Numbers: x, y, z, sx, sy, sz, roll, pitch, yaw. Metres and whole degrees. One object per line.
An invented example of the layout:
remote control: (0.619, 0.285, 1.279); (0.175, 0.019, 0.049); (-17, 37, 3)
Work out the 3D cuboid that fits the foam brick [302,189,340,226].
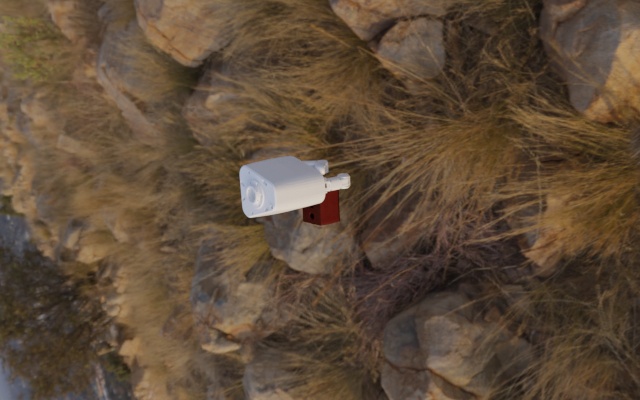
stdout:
foam brick: (0.000, 0.003, 0.895); (0.051, 0.078, 0.053); (-15, 17, -41)
